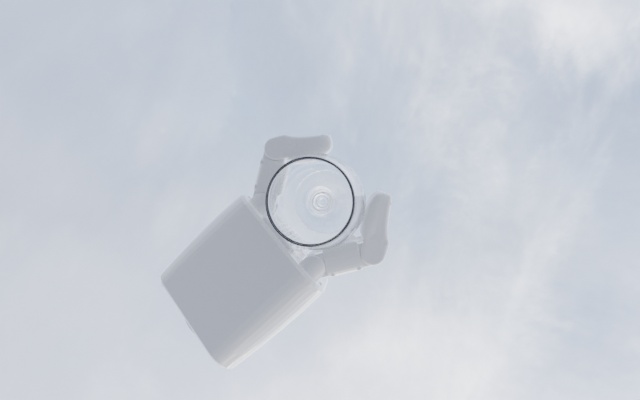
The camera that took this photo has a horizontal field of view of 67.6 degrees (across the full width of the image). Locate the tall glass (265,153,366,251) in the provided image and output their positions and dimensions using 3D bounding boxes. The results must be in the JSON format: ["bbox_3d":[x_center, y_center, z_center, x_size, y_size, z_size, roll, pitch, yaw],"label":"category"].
[{"bbox_3d":[0.000,0.001,0.423,0.079,0.079,0.201,0,-1,4],"label":"tall glass"}]
